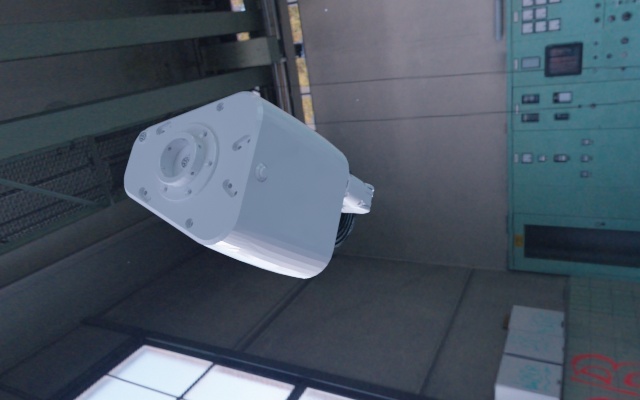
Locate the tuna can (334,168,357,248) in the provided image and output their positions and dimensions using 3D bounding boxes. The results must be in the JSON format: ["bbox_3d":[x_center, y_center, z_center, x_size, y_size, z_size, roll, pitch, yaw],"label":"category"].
[{"bbox_3d":[0.000,0.001,0.455,0.034,0.086,0.086,1,1,34],"label":"tuna can"}]
